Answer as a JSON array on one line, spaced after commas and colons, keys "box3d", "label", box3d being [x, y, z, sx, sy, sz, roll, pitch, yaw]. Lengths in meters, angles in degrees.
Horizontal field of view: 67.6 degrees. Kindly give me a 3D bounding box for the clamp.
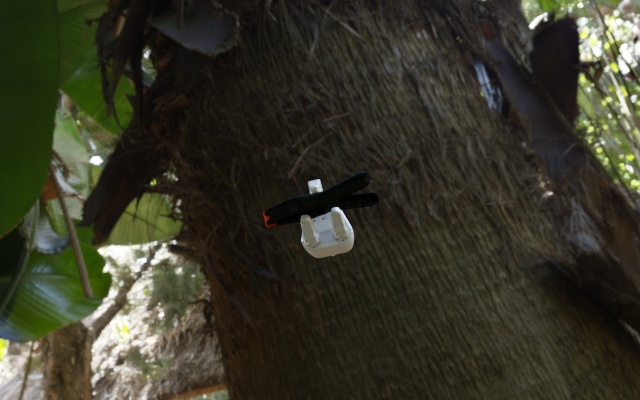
[{"box3d": [-0.001, 0.002, 0.827, 0.210, 0.036, 0.164, -14, -16, 2], "label": "clamp"}]
